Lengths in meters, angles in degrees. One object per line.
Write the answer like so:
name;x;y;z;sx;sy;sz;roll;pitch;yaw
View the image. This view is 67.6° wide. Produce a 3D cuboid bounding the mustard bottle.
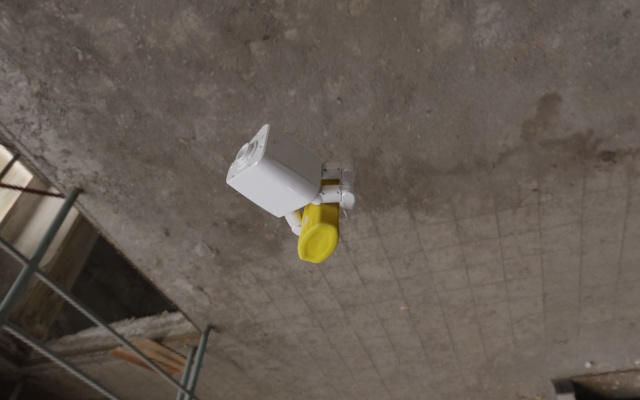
mustard bottle;0.000;0.003;0.794;0.058;0.191;0.096;14;-47;-10
